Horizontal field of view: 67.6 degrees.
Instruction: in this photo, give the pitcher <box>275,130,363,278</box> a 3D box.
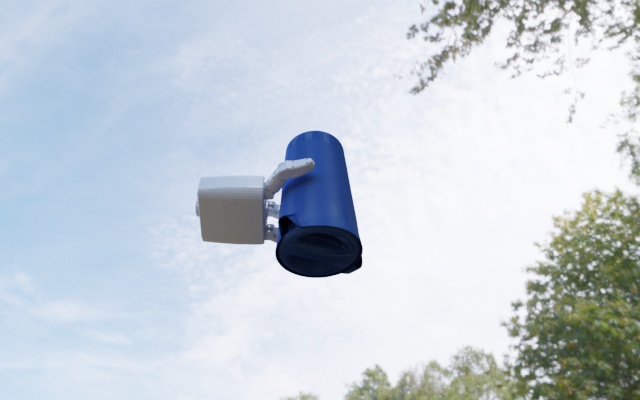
[{"bbox_3d":[0.000,0.003,0.803,0.145,0.242,0.149,1,-43,-4],"label":"pitcher"}]
